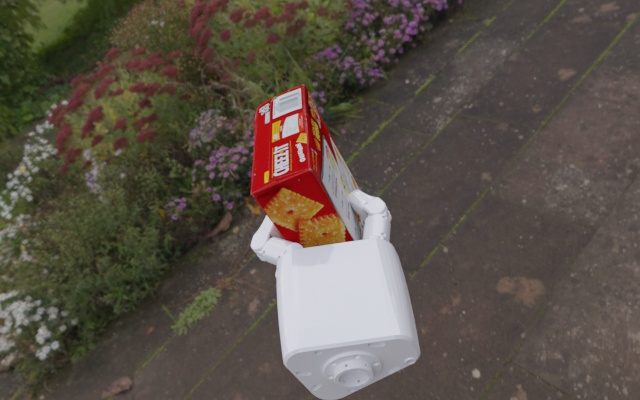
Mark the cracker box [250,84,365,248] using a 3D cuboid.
[{"bbox_3d":[0.000,0.002,0.551,0.072,0.214,0.164,-21,40,12],"label":"cracker box"}]
